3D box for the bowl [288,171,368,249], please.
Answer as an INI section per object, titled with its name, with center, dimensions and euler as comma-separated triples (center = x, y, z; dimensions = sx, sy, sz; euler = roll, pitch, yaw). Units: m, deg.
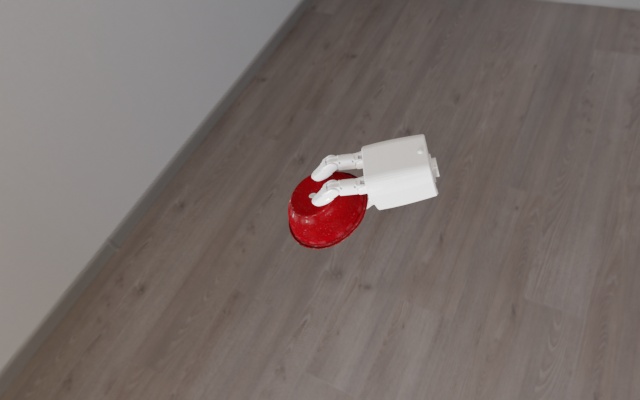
[bowl]
center = -0.001, 0.003, 0.848
dimensions = 0.162, 0.162, 0.055
euler = 0, -31, 33
